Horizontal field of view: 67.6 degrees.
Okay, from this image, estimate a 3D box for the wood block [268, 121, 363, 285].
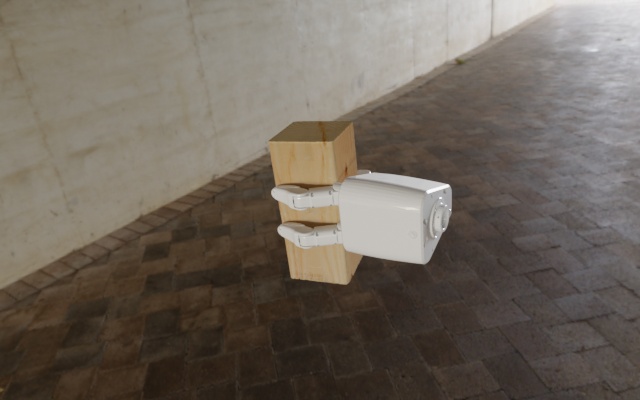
[{"bbox_3d":[0.001,0.002,0.662,0.090,0.206,0.090,3,26,21],"label":"wood block"}]
